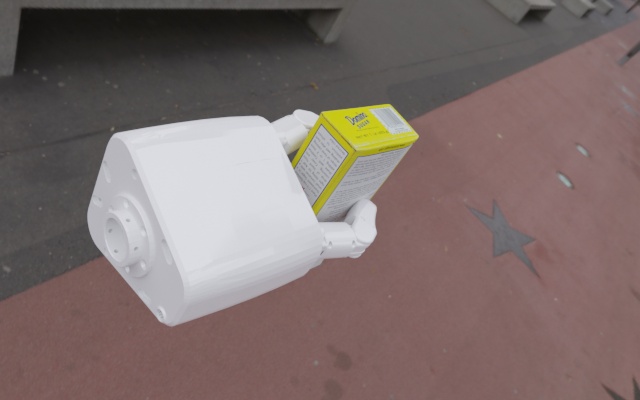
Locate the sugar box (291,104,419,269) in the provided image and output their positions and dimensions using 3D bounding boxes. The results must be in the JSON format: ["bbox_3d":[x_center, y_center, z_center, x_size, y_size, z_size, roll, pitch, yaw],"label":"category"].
[{"bbox_3d":[0.000,0.001,0.405,0.093,0.048,0.176,-17,-28,-48],"label":"sugar box"}]
